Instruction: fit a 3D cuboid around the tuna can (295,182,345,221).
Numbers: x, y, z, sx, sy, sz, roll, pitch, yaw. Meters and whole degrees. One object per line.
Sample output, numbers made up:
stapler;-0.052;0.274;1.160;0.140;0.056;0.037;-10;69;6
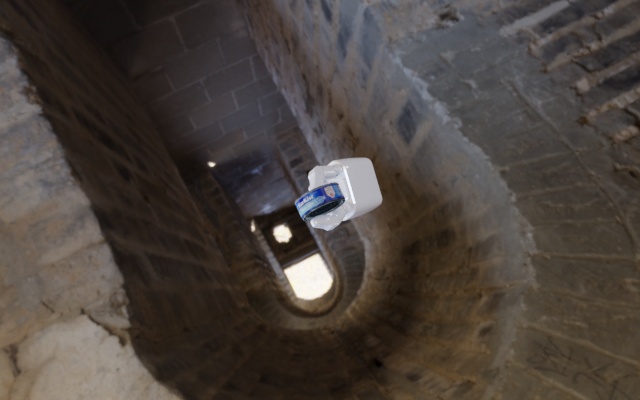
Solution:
tuna can;0.000;0.003;0.843;0.086;0.033;0.086;-24;-13;-6
